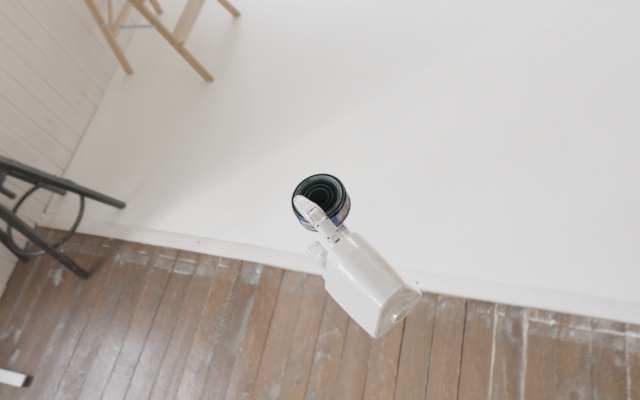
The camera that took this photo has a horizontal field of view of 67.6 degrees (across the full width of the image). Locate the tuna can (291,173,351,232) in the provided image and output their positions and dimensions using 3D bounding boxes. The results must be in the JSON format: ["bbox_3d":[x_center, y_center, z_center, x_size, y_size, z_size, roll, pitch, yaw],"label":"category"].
[{"bbox_3d":[0.000,0.002,0.711,0.086,0.086,0.034,0,-30,19],"label":"tuna can"}]
